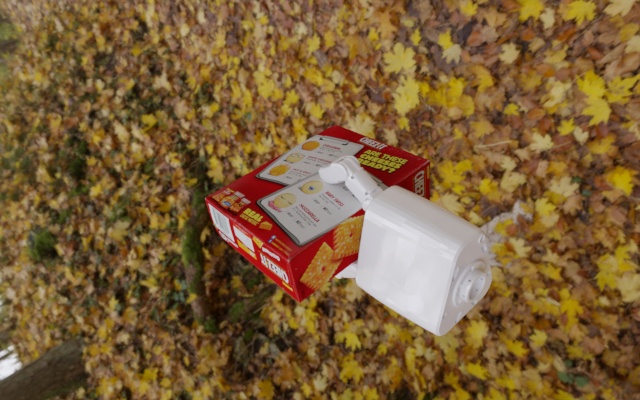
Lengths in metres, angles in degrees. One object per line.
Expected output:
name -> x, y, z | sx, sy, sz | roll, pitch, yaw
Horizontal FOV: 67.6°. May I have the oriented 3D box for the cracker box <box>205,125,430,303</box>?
cracker box -> 0.000, 0.002, 0.568 | 0.213, 0.072, 0.164 | -33, 42, -28
